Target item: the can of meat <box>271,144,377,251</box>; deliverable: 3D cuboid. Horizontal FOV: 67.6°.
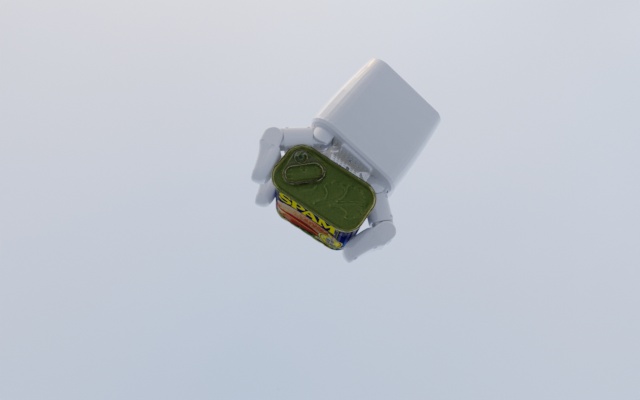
[{"bbox_3d":[0.000,0.002,0.495,0.102,0.057,0.084,33,-20,8],"label":"can of meat"}]
